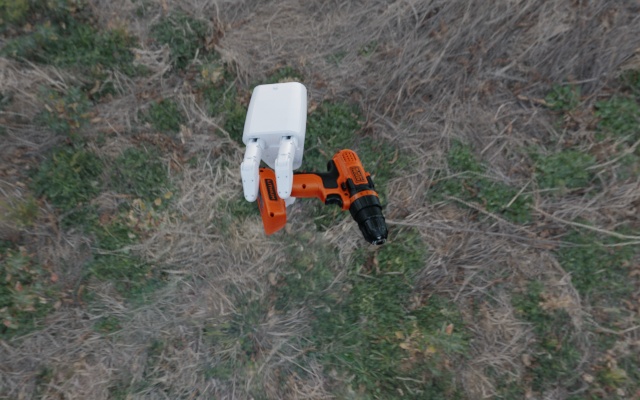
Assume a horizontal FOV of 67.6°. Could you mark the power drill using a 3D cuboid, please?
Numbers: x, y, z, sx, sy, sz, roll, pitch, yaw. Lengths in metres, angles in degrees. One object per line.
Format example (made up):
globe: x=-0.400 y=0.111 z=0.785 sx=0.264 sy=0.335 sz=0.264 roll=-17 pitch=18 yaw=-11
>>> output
power drill: x=0.000 y=0.002 z=0.751 sx=0.187 sy=0.184 sz=0.057 roll=-7 pitch=-39 yaw=-18
